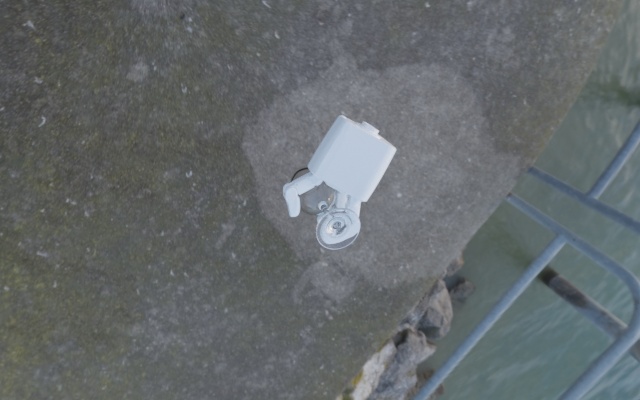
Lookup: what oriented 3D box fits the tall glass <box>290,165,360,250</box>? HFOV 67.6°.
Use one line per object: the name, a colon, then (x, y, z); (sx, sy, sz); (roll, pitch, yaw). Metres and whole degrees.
tall glass: (0.000, 0.003, 0.836); (0.079, 0.079, 0.201); (0, 25, -19)
